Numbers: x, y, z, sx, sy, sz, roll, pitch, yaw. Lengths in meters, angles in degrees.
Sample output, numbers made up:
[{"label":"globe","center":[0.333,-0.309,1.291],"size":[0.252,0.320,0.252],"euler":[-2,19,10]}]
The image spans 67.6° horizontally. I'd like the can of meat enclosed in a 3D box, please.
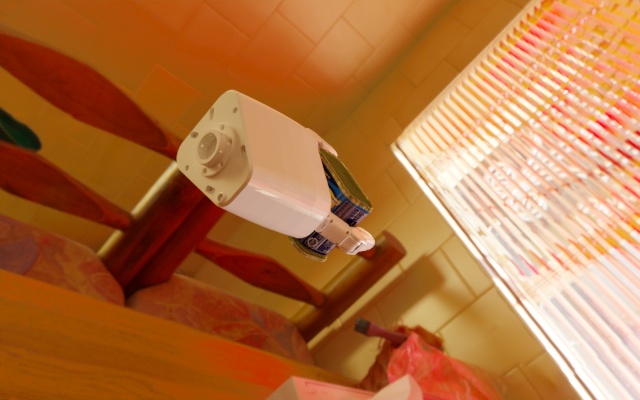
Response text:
[{"label":"can of meat","center":[0.000,0.002,0.533],"size":[0.057,0.084,0.102],"euler":[26,25,-46]}]
